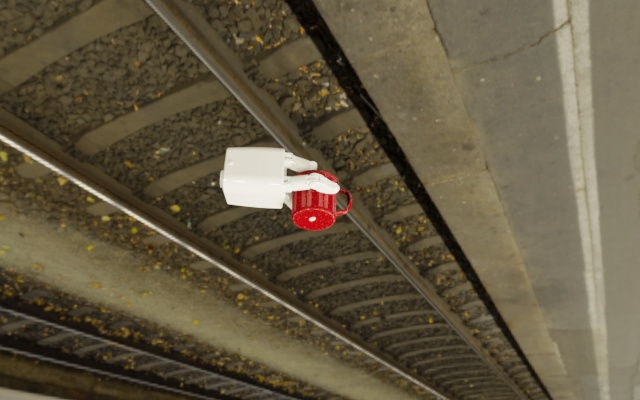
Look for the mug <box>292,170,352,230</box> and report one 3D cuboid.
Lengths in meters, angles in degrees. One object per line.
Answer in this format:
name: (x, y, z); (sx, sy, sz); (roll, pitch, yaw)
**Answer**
mug: (0.002, 0.003, 0.888); (0.117, 0.081, 0.093); (2, -33, -2)
